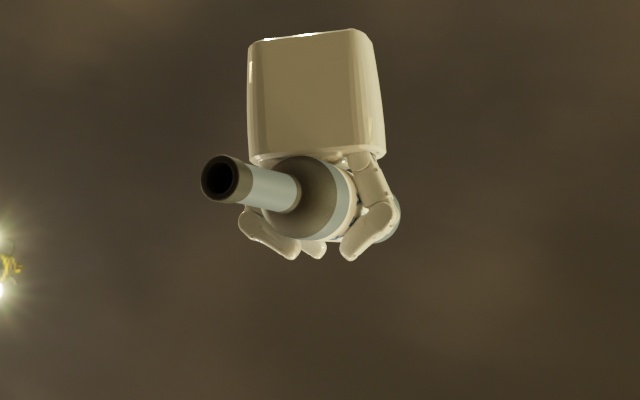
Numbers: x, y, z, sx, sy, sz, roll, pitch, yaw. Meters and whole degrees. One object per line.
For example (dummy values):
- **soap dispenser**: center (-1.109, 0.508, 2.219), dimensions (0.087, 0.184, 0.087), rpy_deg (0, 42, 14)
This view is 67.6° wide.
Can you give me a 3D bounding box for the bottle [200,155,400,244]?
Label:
- **bottle**: center (0.000, 0.001, 0.409), dimensions (0.069, 0.069, 0.296), rpy_deg (0, -6, 24)
